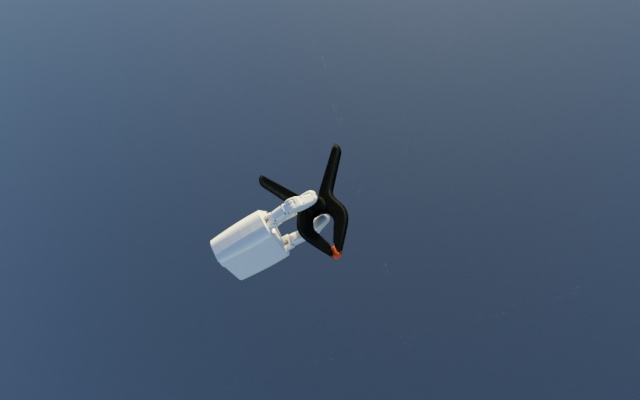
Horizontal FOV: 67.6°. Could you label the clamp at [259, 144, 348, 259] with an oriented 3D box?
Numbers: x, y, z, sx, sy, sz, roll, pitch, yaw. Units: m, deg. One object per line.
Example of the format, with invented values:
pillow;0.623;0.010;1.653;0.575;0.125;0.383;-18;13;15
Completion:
clamp;0.000;0.003;0.867;0.164;0.210;0.036;-30;-20;0
